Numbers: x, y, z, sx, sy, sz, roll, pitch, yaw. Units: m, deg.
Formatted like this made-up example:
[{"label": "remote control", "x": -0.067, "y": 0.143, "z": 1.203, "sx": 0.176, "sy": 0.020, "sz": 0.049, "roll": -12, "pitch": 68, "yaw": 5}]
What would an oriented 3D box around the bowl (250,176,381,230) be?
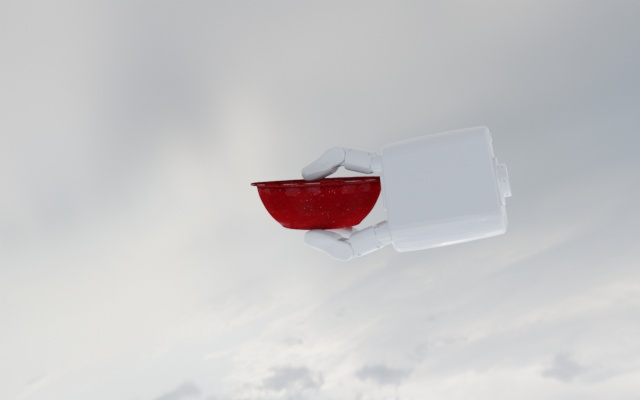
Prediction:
[{"label": "bowl", "x": -0.001, "y": 0.002, "z": 0.561, "sx": 0.162, "sy": 0.055, "sz": 0.162, "roll": -2, "pitch": 4, "yaw": 0}]
